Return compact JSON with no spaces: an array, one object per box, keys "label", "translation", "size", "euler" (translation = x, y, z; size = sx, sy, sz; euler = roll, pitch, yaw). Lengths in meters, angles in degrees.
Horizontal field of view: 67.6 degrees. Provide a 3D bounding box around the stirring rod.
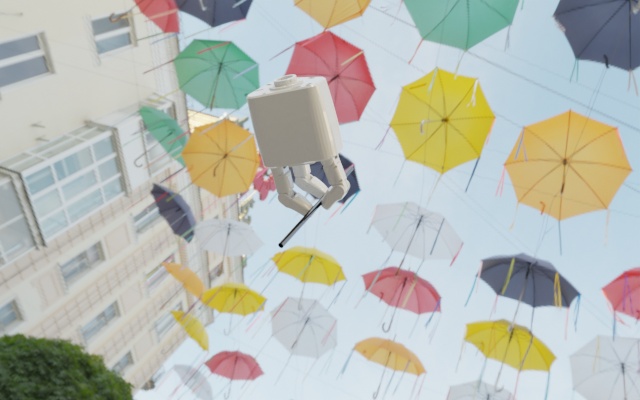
[{"label":"stirring rod","translation":[0.000,0.002,0.727],"size":[0.011,0.011,0.239],"euler":[0,29,30]}]
